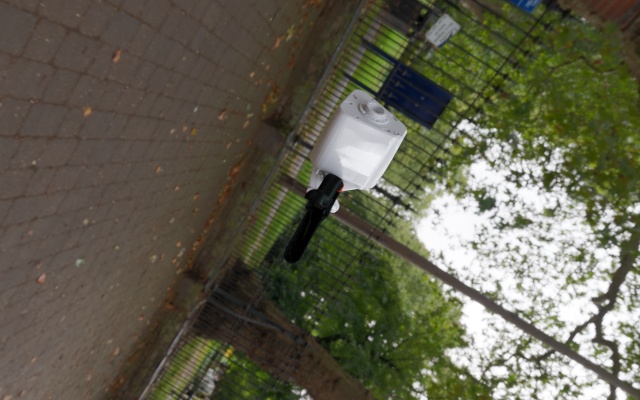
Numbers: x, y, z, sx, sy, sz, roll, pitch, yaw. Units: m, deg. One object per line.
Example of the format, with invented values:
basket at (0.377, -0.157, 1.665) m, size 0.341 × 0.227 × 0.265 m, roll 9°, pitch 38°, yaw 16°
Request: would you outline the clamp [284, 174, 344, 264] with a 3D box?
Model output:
clamp at (0.001, 0.003, 0.693) m, size 0.039 × 0.120 × 0.171 m, roll 28°, pitch 40°, yaw 2°
